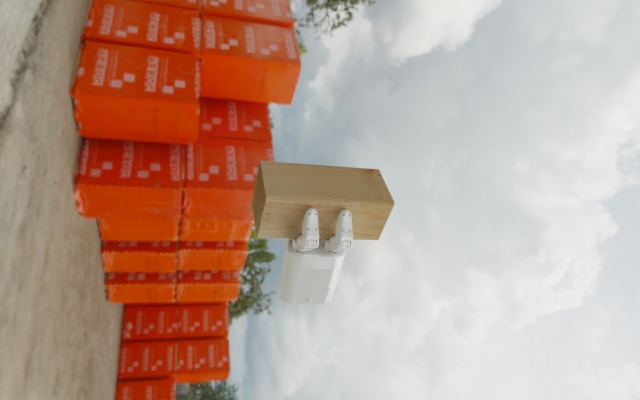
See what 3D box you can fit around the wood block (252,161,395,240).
[{"bbox_3d":[0.000,0.003,0.776,0.206,0.090,0.090,3,40,-18],"label":"wood block"}]
